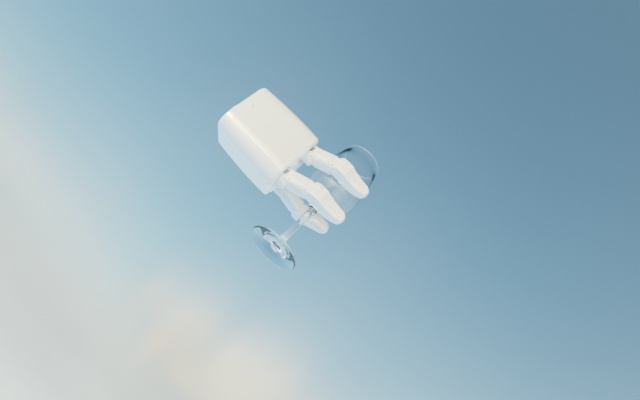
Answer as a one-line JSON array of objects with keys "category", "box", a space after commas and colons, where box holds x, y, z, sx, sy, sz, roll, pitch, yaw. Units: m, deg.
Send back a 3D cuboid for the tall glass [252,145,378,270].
[{"category": "tall glass", "box": [0.000, 0.003, 0.661, 0.079, 0.079, 0.201, 0, 36, 50]}]
